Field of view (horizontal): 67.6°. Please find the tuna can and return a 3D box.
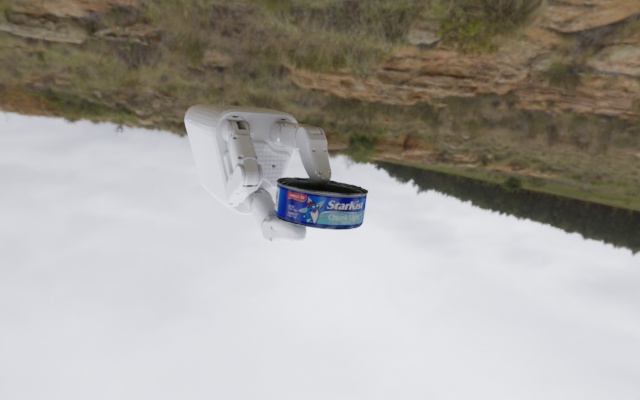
[{"bbox_3d":[0.000,0.002,0.447,0.086,0.034,0.086,7,9,-1],"label":"tuna can"}]
